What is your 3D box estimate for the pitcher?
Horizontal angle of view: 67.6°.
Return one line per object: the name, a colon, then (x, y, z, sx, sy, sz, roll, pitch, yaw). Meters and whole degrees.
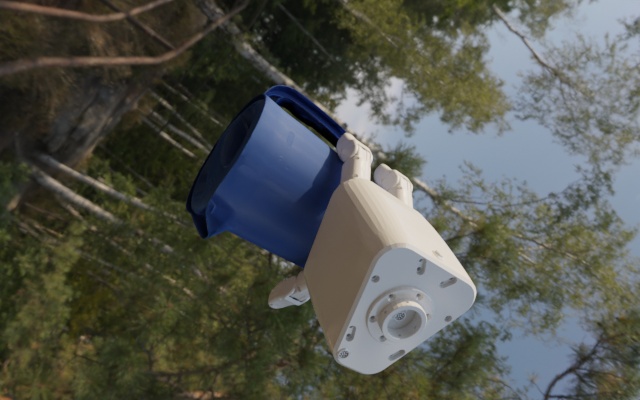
pitcher: (0.000, 0.002, 0.501, 0.243, 0.149, 0.145, 33, 14, -24)
